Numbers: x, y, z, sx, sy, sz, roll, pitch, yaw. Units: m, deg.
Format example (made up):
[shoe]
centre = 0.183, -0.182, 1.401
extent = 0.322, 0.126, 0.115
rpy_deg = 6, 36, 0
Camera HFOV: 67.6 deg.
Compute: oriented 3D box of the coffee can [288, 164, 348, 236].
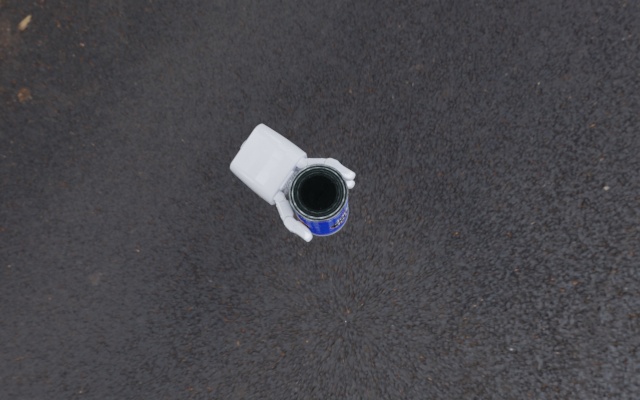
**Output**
[coffee can]
centre = 0.000, 0.003, 0.874
extent = 0.103, 0.102, 0.140
rpy_deg = 0, -14, 3
